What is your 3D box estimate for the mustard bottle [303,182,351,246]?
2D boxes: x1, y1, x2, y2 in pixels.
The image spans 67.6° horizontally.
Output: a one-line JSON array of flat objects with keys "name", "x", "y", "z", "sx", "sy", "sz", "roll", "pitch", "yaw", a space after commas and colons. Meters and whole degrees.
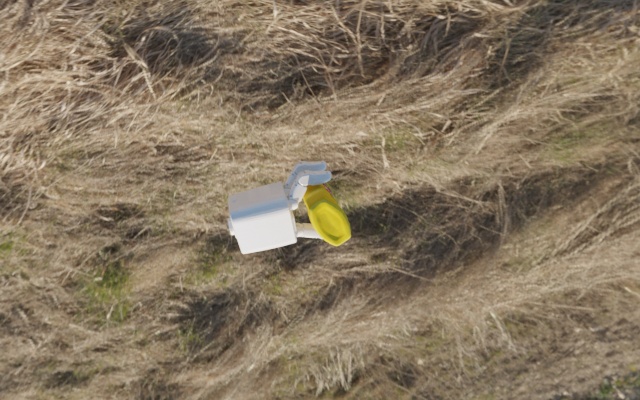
[{"name": "mustard bottle", "x": 0.000, "y": 0.003, "z": 0.888, "sx": 0.058, "sy": 0.096, "sz": 0.191, "roll": -35, "pitch": 25, "yaw": 4}]
